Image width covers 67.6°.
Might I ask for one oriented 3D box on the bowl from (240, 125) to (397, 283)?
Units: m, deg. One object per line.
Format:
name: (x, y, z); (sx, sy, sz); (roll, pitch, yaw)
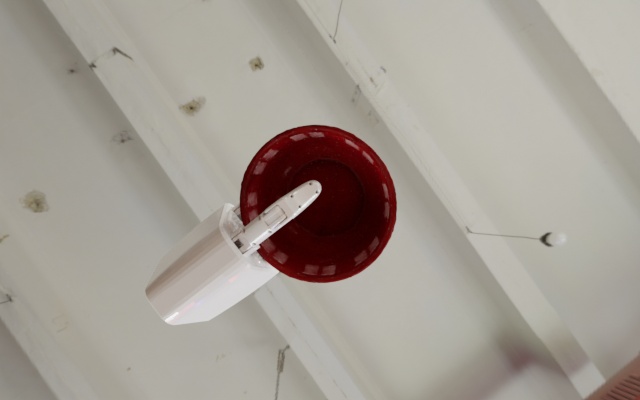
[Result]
bowl: (0.001, 0.001, 0.503); (0.162, 0.162, 0.055); (0, 9, 12)
